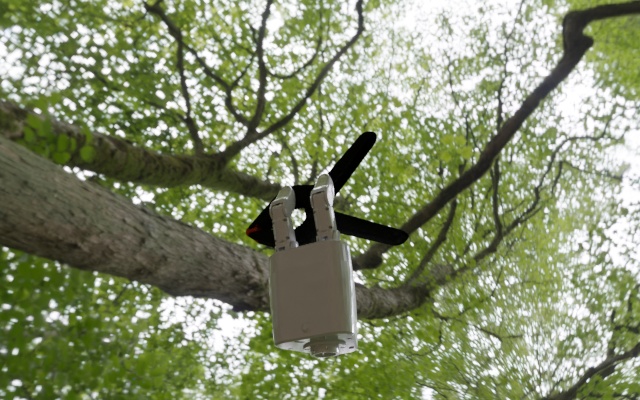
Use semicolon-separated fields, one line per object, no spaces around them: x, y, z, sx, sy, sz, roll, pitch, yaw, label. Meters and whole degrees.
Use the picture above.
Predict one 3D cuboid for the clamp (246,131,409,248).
0.000;0.003;0.620;0.210;0.164;0.036;-16;-31;19;clamp
